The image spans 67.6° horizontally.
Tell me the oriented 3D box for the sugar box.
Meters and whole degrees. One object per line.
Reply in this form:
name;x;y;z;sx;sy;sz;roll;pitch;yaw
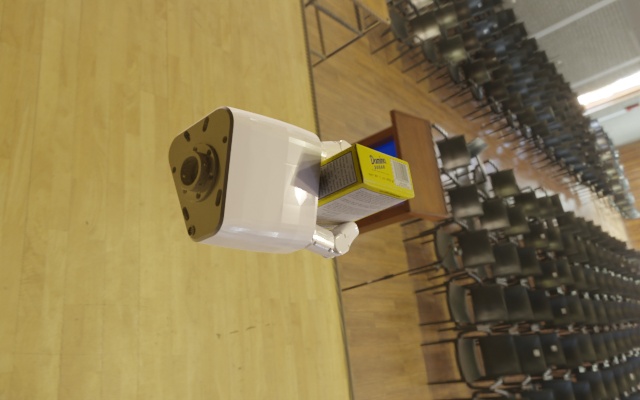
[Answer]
sugar box;0.000;0.001;0.504;0.176;0.048;0.093;-22;-22;37
